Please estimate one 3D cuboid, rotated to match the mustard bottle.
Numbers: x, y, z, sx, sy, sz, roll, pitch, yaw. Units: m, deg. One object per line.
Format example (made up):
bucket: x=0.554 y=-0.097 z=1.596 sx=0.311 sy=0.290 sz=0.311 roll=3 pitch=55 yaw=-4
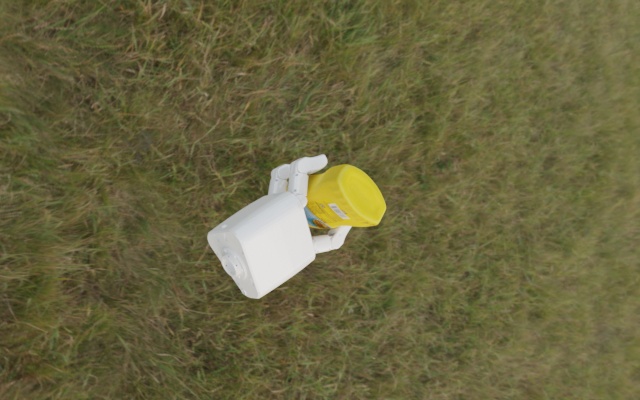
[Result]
mustard bottle: x=0.000 y=0.002 z=0.709 sx=0.096 sy=0.058 sz=0.191 roll=44 pitch=-30 yaw=-25
